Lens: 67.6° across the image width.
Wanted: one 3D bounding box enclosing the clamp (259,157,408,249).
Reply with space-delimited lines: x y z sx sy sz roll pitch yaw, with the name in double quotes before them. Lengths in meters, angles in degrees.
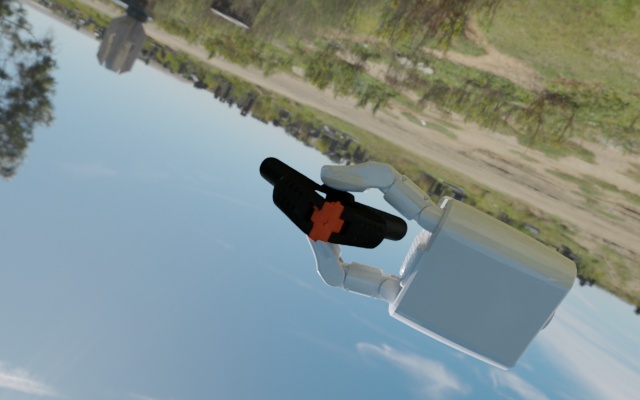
"clamp" 0.000 0.002 0.409 0.164 0.036 0.210 25 6 7
